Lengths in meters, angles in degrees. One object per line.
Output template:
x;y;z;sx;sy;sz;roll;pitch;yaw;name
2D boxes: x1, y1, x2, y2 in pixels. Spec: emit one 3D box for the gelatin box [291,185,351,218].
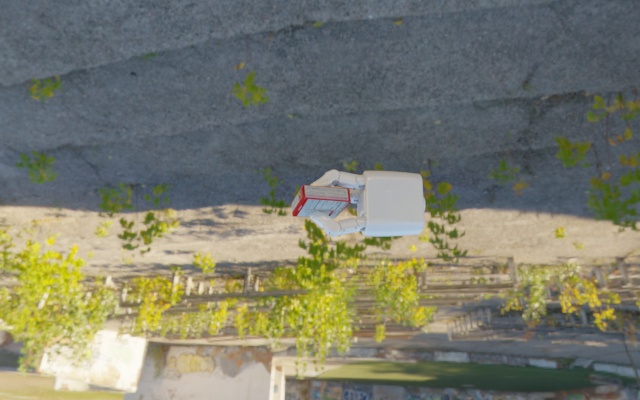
0.000;0.003;0.854;0.089;0.030;0.073;3;-28;-20;gelatin box
